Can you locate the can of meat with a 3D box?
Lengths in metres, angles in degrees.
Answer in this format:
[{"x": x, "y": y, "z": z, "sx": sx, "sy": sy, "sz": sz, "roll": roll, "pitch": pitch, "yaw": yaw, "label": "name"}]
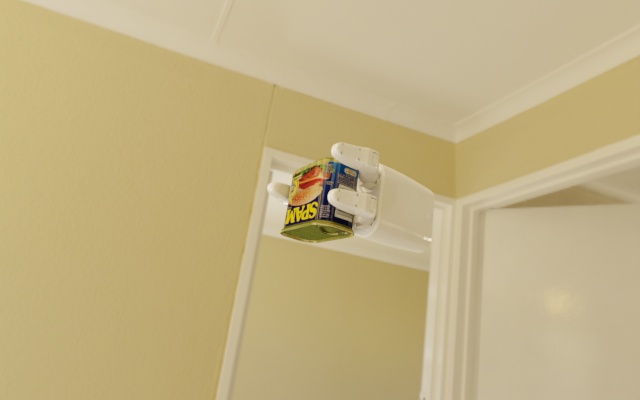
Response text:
[{"x": 0.000, "y": 0.002, "z": 0.584, "sx": 0.057, "sy": 0.084, "sz": 0.102, "roll": 19, "pitch": -20, "yaw": -30, "label": "can of meat"}]
